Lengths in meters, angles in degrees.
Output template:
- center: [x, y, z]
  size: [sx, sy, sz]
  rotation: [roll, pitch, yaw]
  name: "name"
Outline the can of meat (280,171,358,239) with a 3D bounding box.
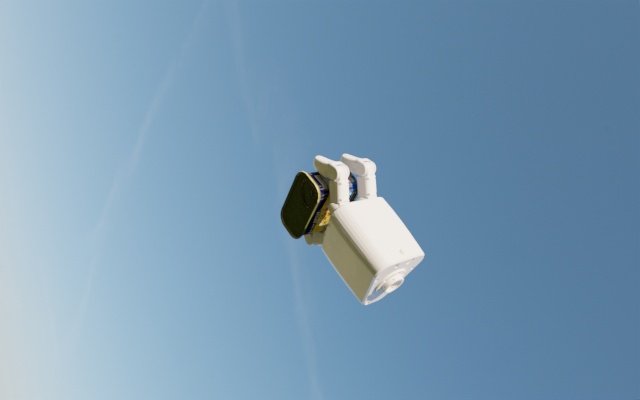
- center: [0.000, 0.002, 0.703]
  size: [0.084, 0.102, 0.057]
  rotation: [-10, 49, -39]
  name: "can of meat"
